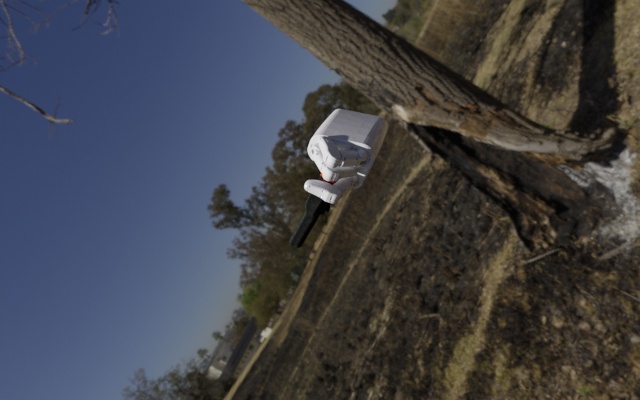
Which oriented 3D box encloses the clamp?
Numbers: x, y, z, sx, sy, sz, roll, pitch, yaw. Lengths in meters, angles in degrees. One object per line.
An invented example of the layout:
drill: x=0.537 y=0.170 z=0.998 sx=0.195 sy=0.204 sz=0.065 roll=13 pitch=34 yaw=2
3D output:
clamp: x=0.000 y=0.002 z=0.862 sx=0.039 sy=0.172 sz=0.120 roll=31 pitch=45 yaw=3
